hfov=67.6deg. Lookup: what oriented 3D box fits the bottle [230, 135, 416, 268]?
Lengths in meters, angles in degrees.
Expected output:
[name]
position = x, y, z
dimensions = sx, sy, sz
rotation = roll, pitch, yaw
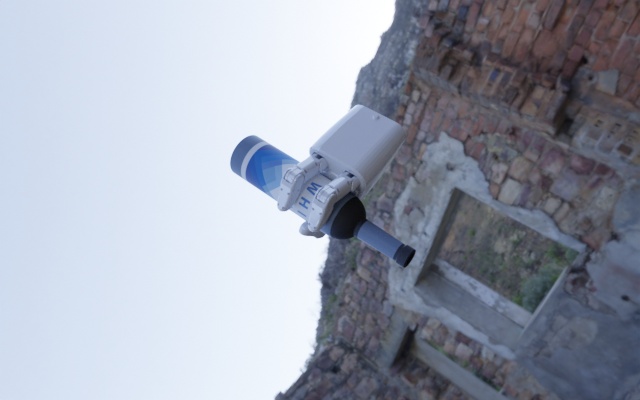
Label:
[bottle]
position = 0.000, 0.002, 0.663
dimensions = 0.295, 0.069, 0.069
rotation = 32, 14, 24
